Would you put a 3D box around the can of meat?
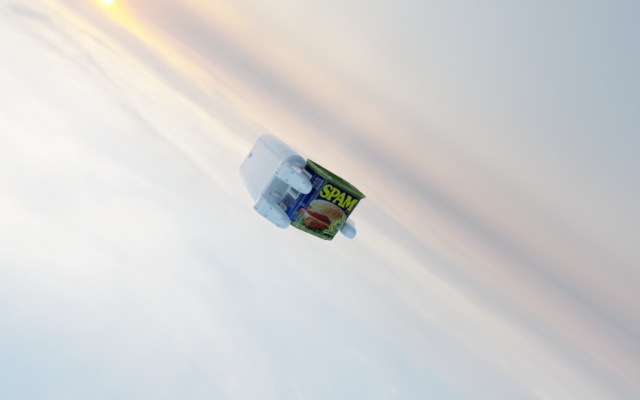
[{"bbox_3d":[0.000,0.003,0.667,0.102,0.084,0.057,27,12,-43],"label":"can of meat"}]
